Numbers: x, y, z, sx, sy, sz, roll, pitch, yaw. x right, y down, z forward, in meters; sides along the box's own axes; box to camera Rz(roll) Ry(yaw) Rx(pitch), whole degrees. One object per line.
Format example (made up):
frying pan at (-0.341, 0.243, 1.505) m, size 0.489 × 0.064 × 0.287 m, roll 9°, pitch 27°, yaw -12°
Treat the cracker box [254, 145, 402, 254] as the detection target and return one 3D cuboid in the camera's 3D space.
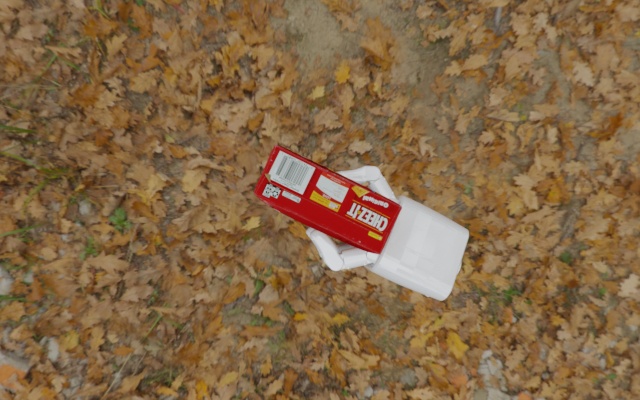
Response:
cracker box at (0.000, 0.002, 0.642) m, size 0.164 × 0.072 × 0.213 m, roll 26°, pitch -3°, yaw -4°
